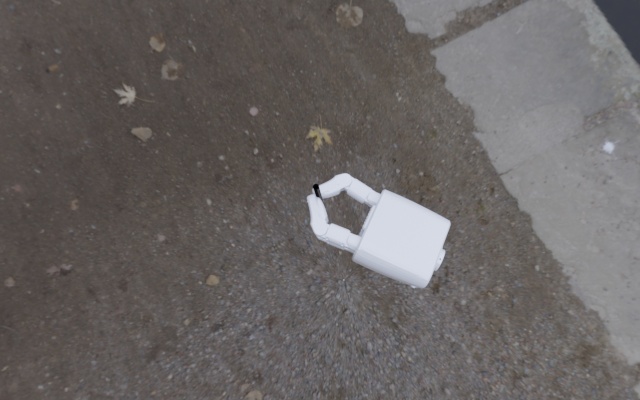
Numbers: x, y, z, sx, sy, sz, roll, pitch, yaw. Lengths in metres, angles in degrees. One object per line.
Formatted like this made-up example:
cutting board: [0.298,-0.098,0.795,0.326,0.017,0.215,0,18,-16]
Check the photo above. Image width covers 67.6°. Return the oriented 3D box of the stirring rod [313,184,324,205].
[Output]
stirring rod: [0.000,0.002,0.722,0.011,0.011,0.239,0,-9,3]
